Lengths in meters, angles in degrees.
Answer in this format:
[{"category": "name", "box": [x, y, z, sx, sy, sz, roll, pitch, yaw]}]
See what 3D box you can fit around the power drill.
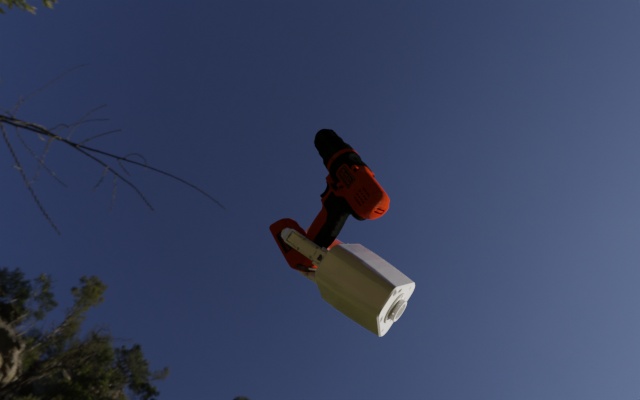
[{"category": "power drill", "box": [0.000, 0.003, 0.732, 0.057, 0.188, 0.184, 16, 31, -43]}]
